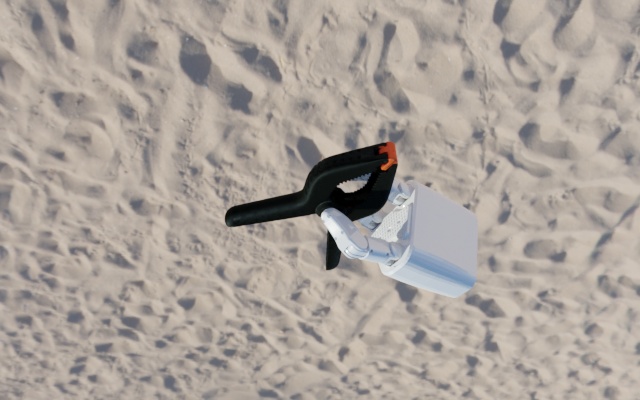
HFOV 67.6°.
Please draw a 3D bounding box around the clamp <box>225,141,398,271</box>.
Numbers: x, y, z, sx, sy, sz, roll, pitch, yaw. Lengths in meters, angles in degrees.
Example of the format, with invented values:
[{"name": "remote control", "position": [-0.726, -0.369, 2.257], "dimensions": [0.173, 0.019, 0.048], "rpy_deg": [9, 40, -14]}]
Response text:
[{"name": "clamp", "position": [0.001, 0.002, 0.536], "dimensions": [0.164, 0.036, 0.210], "rpy_deg": [21, -46, -24]}]
